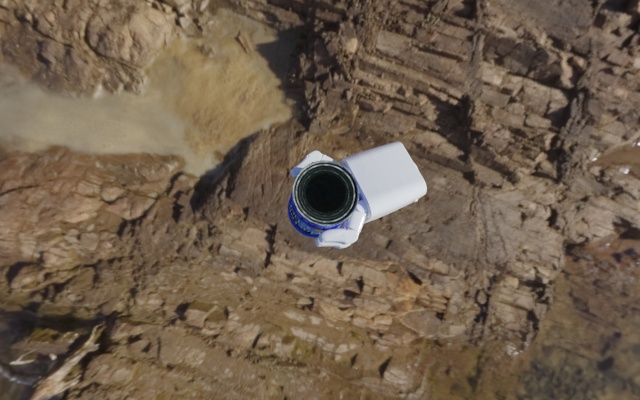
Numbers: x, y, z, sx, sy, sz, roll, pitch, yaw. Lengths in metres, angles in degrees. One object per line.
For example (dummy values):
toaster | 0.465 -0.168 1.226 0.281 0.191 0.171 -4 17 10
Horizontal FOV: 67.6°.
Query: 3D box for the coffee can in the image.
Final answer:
coffee can | 0.000 0.003 0.787 0.103 0.102 0.140 0 -12 -7
